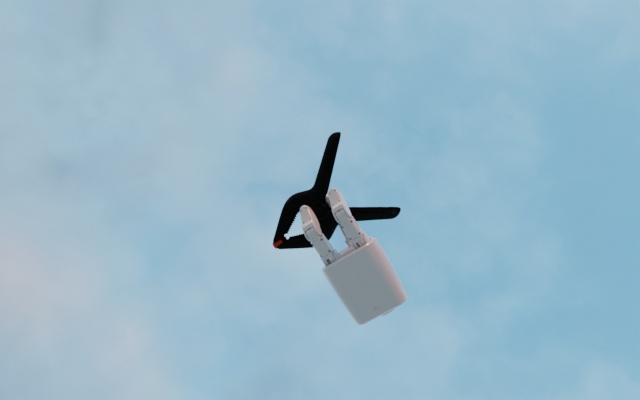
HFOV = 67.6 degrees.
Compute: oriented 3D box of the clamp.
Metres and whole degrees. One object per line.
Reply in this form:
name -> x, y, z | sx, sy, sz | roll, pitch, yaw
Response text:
clamp -> 0.000, 0.003, 0.774 | 0.210, 0.164, 0.036 | -32, -1, 15
